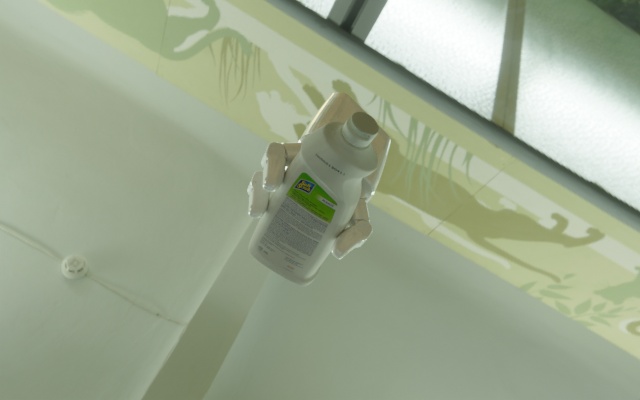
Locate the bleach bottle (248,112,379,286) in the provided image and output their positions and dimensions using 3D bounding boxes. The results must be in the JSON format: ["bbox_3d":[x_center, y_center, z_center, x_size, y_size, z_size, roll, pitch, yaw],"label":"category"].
[{"bbox_3d":[0.000,0.002,0.536,0.102,0.068,0.251,31,-42,-4],"label":"bleach bottle"}]
